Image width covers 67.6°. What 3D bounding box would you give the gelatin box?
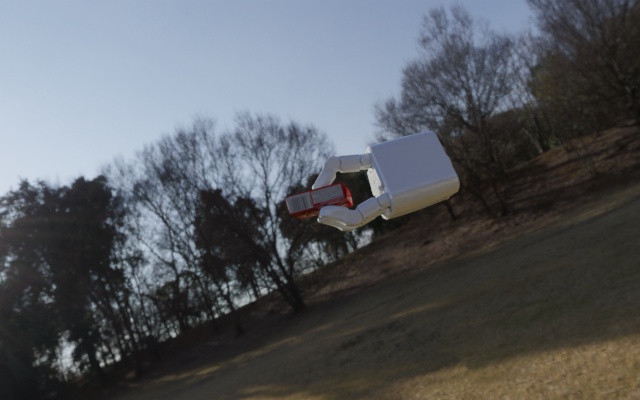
[{"bbox_3d":[0.000,0.002,0.715,0.089,0.030,0.073,-15,-10,8],"label":"gelatin box"}]
